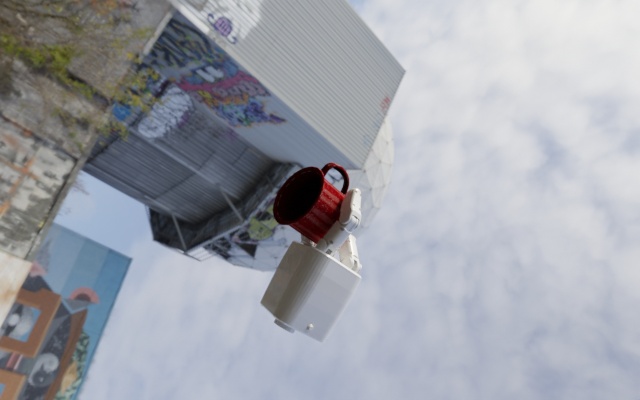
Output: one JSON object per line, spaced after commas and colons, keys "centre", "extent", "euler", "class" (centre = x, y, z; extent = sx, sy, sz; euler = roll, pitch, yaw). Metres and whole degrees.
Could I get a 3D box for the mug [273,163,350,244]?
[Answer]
{"centre": [0.001, 0.001, 0.677], "extent": [0.081, 0.117, 0.093], "euler": [38, -11, -36], "class": "mug"}
